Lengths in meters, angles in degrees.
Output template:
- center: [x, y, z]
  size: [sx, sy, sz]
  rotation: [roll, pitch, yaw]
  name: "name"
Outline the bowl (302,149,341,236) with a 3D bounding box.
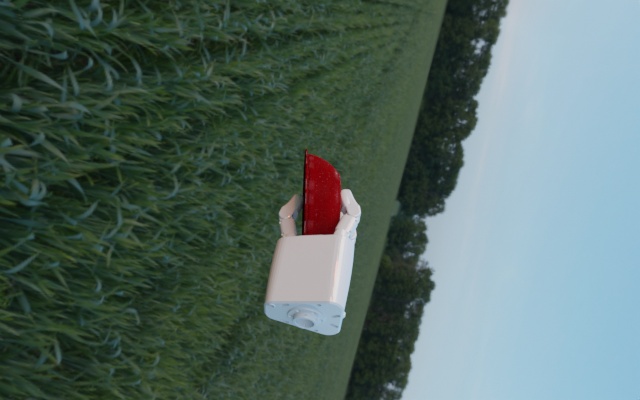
- center: [0.001, 0.001, 0.740]
  size: [0.055, 0.162, 0.162]
  rotation: [1, 0, -3]
  name: "bowl"
